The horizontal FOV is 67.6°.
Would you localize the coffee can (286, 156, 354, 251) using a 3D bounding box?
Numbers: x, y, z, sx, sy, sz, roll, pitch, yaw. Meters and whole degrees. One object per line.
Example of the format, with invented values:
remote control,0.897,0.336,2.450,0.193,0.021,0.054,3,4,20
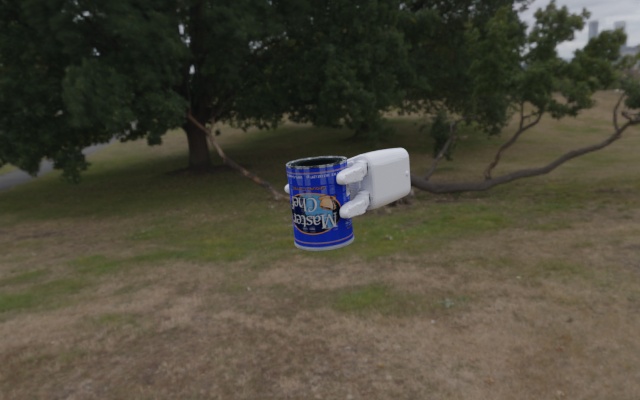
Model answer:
coffee can,0.000,0.003,0.803,0.103,0.140,0.102,-5,13,1
